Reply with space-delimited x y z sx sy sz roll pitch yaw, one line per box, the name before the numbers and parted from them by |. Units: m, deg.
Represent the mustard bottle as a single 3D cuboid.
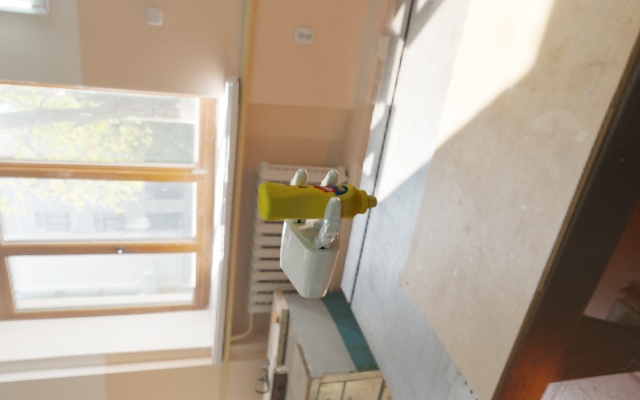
mustard bottle | 0.000 0.002 0.770 0.191 0.058 0.096 1 9 -16
